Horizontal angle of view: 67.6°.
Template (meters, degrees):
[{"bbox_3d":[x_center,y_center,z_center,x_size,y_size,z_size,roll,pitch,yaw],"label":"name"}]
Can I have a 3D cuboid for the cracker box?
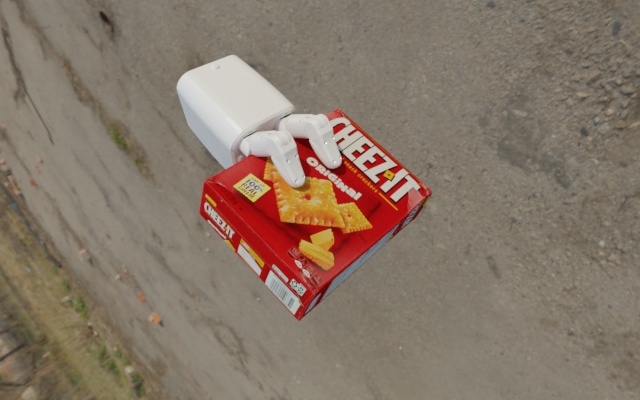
[{"bbox_3d":[0.000,0.002,0.541,0.213,0.164,0.072,-35,-18,-35],"label":"cracker box"}]
